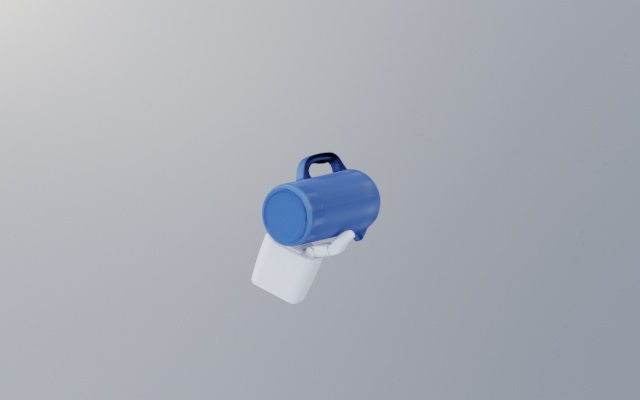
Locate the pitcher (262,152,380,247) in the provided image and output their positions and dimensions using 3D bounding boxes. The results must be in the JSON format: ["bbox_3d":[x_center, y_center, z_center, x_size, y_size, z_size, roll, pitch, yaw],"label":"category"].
[{"bbox_3d":[0.000,0.003,0.899,0.149,0.145,0.243,34,22,25],"label":"pitcher"}]
